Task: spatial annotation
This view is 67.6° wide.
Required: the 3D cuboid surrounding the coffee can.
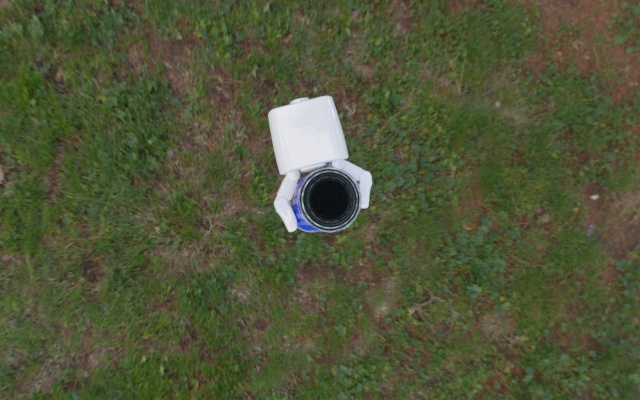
[{"bbox_3d":[0.000,0.003,0.810,0.103,0.103,0.140,0,-3,-13],"label":"coffee can"}]
